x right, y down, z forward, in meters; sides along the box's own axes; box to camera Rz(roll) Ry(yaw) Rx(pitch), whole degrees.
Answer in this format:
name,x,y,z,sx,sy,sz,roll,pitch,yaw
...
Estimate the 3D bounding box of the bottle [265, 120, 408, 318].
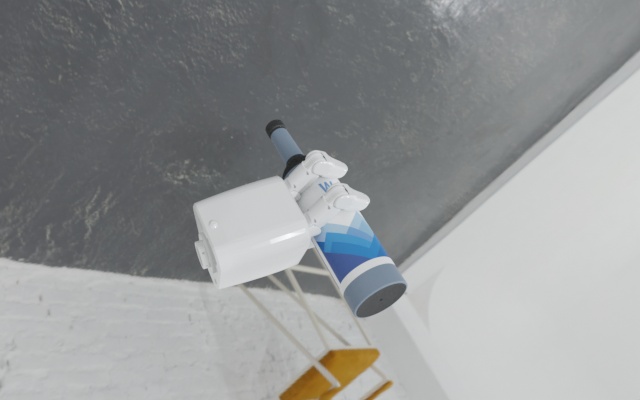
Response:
name,x,y,z,sx,sy,sz,roll,pitch,yaw
bottle,0.000,0.002,0.589,0.069,0.295,0.069,-21,-34,-15
